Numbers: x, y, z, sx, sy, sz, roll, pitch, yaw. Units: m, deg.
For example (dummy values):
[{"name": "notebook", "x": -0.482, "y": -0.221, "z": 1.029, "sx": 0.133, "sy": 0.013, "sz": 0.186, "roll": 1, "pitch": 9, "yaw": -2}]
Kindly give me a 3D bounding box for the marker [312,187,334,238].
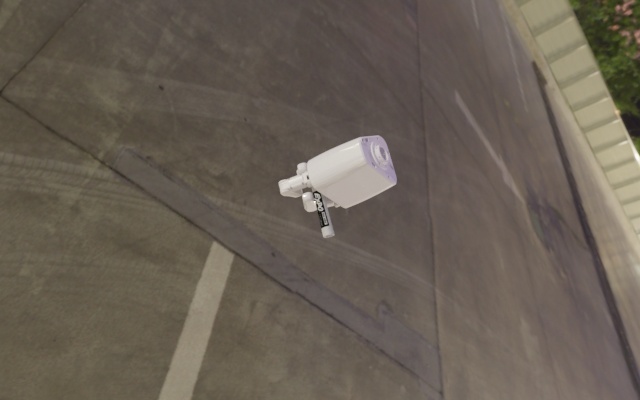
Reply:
[{"name": "marker", "x": 0.000, "y": 0.003, "z": 0.802, "sx": 0.020, "sy": 0.121, "sz": 0.020, "roll": -13, "pitch": -17, "yaw": -4}]
